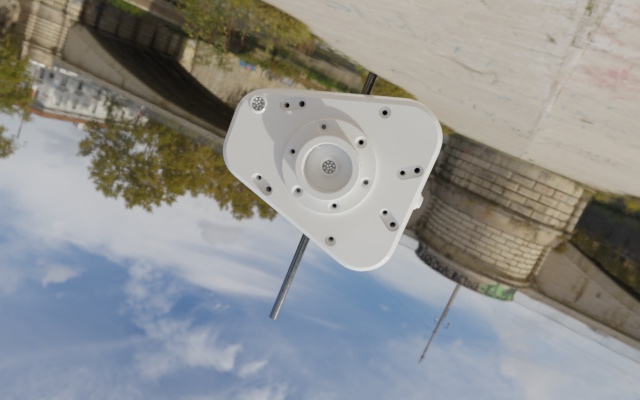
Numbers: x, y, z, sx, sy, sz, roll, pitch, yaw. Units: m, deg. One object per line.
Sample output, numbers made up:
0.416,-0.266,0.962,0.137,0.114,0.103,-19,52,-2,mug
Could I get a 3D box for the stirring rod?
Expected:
0.000,0.001,0.429,0.011,0.239,0.011,22,11,-4,stirring rod
